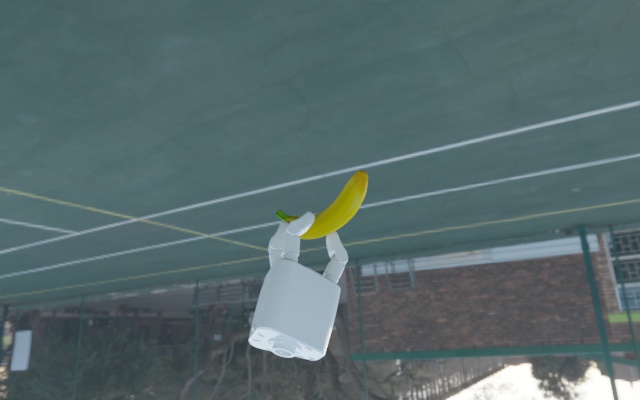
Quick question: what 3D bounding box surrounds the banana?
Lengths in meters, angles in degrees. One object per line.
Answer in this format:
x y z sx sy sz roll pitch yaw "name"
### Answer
0.008 0.019 0.753 0.198 0.069 0.037 -26 14 37 "banana"
